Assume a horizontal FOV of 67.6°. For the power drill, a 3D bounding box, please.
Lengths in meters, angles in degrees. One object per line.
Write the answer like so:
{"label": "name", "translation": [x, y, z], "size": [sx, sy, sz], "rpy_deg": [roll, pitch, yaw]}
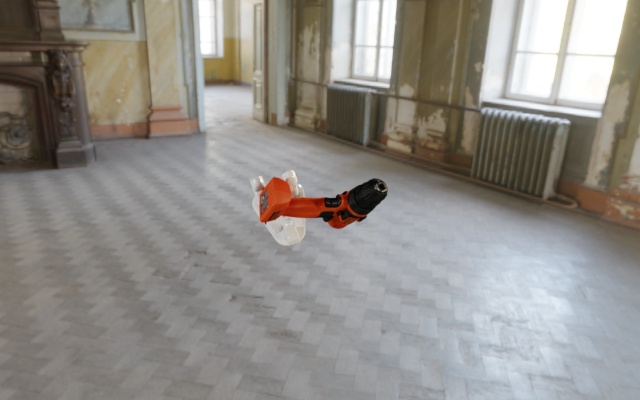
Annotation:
{"label": "power drill", "translation": [0.000, 0.003, 0.811], "size": [0.187, 0.057, 0.184], "rpy_deg": [6, -23, -22]}
